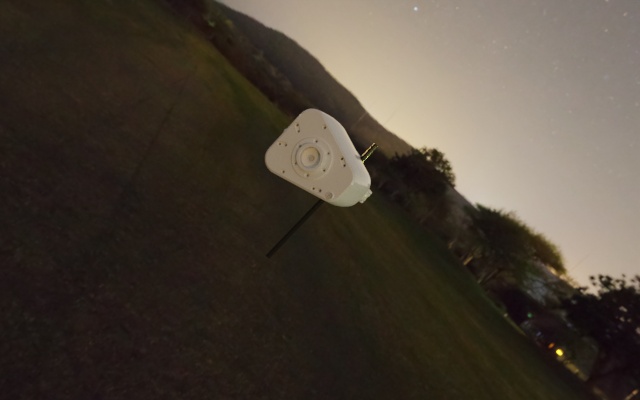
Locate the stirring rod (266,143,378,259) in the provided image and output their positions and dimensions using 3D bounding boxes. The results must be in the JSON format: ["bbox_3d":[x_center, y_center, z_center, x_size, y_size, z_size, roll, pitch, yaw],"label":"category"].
[{"bbox_3d":[0.000,0.002,0.729,0.011,0.239,0.011,43,9,-8],"label":"stirring rod"}]
